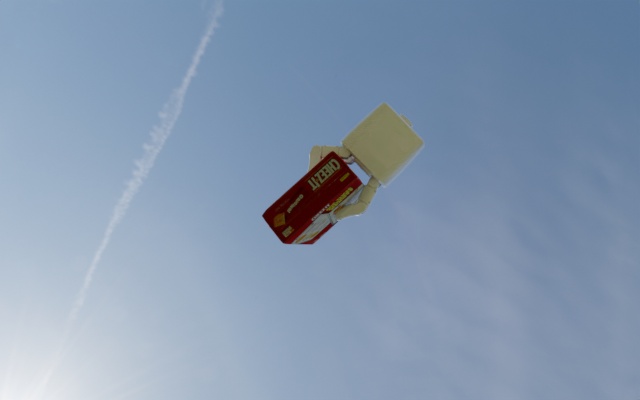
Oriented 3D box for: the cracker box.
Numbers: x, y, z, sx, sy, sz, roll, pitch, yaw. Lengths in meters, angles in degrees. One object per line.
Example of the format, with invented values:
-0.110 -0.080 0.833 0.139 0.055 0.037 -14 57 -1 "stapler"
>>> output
0.000 0.003 0.874 0.164 0.072 0.214 -43 -12 5 "cracker box"
